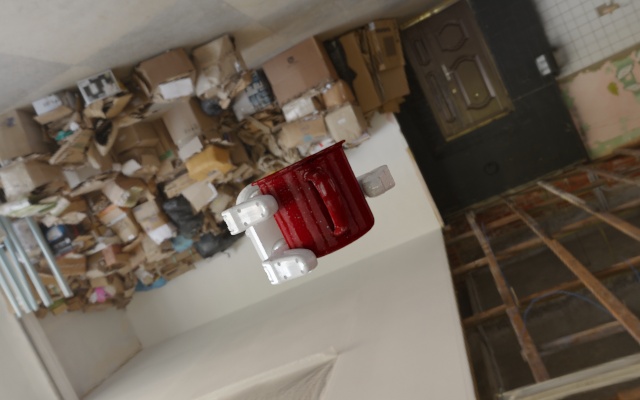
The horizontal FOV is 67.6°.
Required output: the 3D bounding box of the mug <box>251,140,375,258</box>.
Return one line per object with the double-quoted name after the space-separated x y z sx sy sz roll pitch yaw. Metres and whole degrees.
0.001 0.002 0.417 0.093 0.081 0.117 -27 6 -13 "mug"
